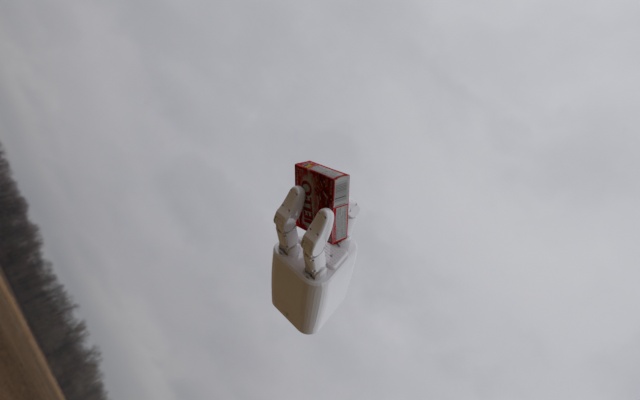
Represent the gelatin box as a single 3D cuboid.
[{"bbox_3d":[0.000,0.002,0.598,0.030,0.089,0.073,-19,30,-39],"label":"gelatin box"}]
